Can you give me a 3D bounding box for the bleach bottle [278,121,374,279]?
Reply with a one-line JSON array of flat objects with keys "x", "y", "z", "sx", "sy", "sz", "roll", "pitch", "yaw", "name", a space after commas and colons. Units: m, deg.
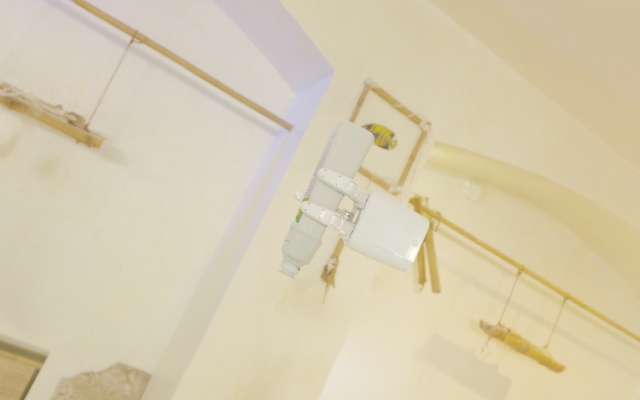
[{"x": 0.000, "y": 0.002, "z": 0.752, "sx": 0.068, "sy": 0.251, "sz": 0.102, "roll": 27, "pitch": -9, "yaw": -6, "name": "bleach bottle"}]
